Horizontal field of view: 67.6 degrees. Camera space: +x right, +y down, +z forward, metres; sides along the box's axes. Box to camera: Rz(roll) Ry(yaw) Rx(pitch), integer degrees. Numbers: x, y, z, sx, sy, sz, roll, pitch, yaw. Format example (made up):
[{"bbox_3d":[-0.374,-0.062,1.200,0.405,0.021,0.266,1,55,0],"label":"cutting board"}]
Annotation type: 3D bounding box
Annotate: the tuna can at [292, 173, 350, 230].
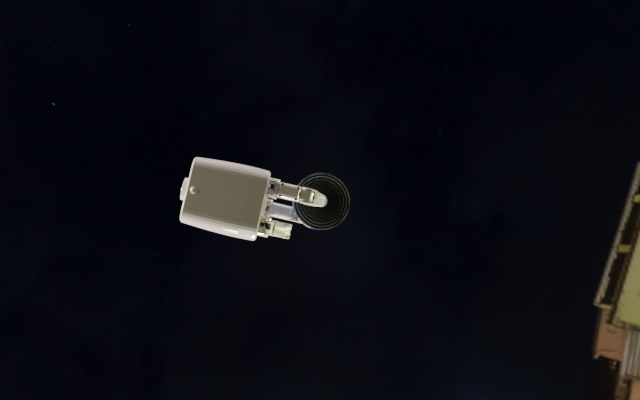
[{"bbox_3d":[0.000,0.002,0.728,0.086,0.086,0.034,0,-5,-7],"label":"tuna can"}]
